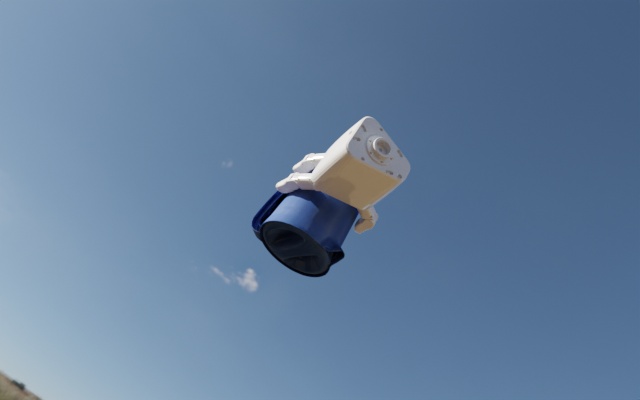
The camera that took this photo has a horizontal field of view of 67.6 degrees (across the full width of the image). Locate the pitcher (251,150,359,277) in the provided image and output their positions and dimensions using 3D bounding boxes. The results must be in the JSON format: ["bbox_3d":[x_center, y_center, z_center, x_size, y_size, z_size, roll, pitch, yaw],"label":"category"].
[{"bbox_3d":[0.000,0.003,0.848,0.149,0.242,0.145,40,-36,-7],"label":"pitcher"}]
